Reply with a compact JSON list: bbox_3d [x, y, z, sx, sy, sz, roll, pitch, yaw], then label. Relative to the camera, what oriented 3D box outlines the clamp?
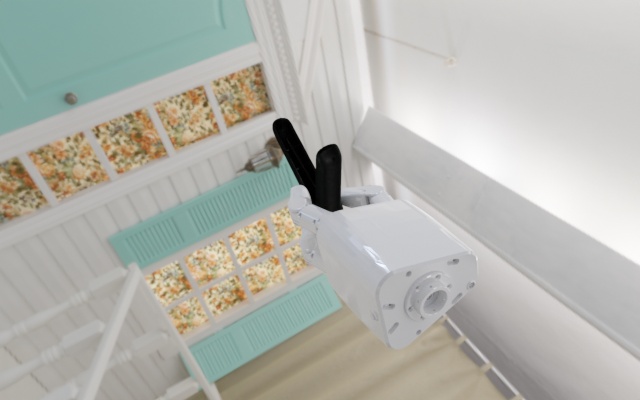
[{"bbox_3d":[0.001,0.002,0.571,0.036,0.210,0.164,-24,33,-13],"label":"clamp"}]
